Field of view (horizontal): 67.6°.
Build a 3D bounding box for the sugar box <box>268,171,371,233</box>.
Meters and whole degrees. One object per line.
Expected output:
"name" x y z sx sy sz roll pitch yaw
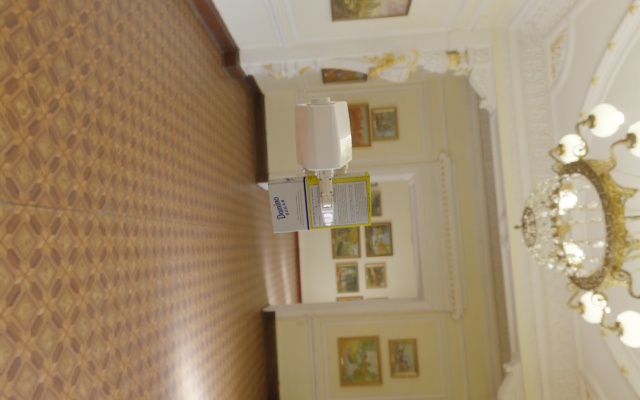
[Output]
"sugar box" 0.000 0.002 0.843 0.176 0.093 0.048 -3 16 3
